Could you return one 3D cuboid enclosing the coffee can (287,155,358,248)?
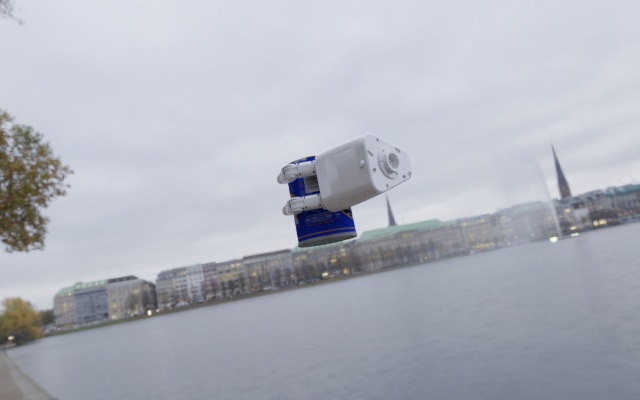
[{"bbox_3d":[0.000,0.003,0.819,0.103,0.140,0.103,-10,-9,-2],"label":"coffee can"}]
